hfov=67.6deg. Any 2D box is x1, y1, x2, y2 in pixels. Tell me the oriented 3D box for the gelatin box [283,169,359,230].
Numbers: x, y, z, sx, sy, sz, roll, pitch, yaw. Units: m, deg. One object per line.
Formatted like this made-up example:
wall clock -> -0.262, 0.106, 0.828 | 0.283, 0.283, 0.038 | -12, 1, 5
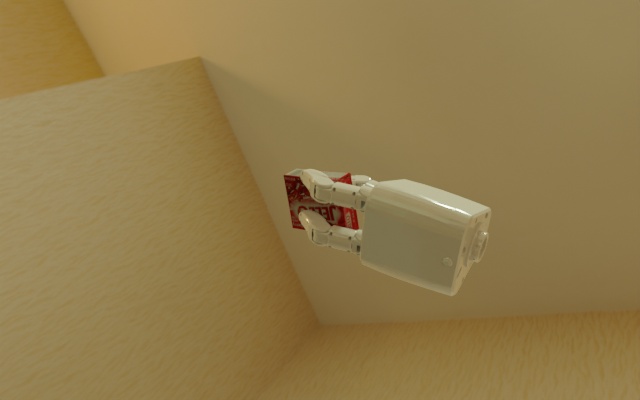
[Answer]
gelatin box -> 0.000, 0.002, 0.585 | 0.089, 0.073, 0.030 | 8, 25, 38
